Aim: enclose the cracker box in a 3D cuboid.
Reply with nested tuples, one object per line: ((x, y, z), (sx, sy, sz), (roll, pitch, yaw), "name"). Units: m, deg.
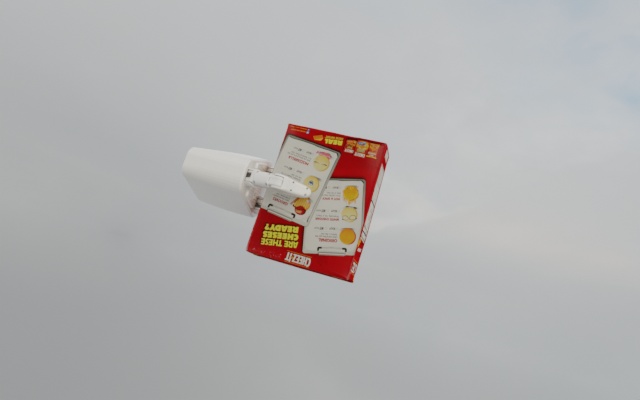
((0.000, 0.002, 0.741), (0.164, 0.213, 0.072), (14, -11, 16), "cracker box")
